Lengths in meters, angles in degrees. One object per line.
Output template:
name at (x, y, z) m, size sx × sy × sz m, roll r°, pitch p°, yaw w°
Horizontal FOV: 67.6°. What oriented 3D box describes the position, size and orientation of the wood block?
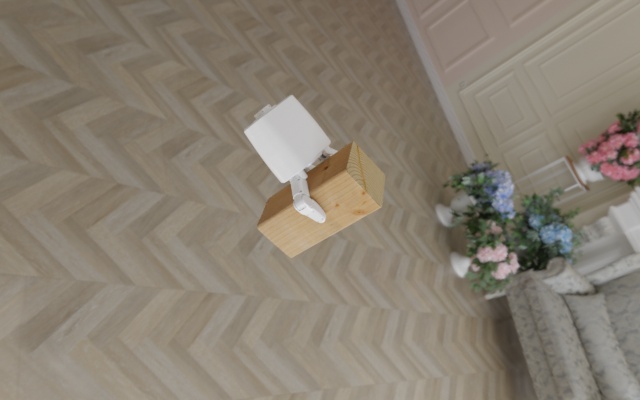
wood block at (0.000, 0.003, 0.819) m, size 0.206 × 0.090 × 0.090 m, roll -32°, pitch 25°, yaw 31°
